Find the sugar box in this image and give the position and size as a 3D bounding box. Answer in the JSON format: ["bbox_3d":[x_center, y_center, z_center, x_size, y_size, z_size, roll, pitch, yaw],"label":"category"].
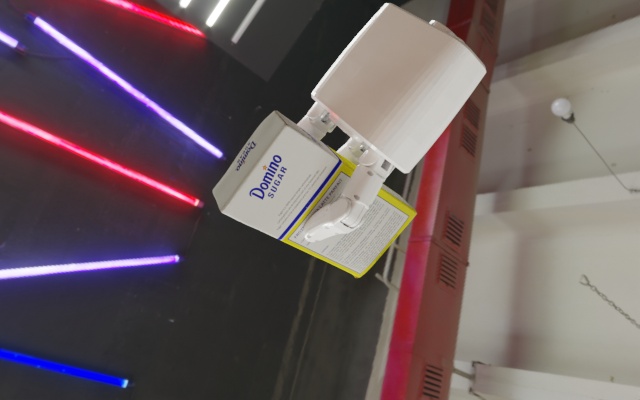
[{"bbox_3d":[0.000,0.001,0.444,0.176,0.093,0.048,32,13,-34],"label":"sugar box"}]
